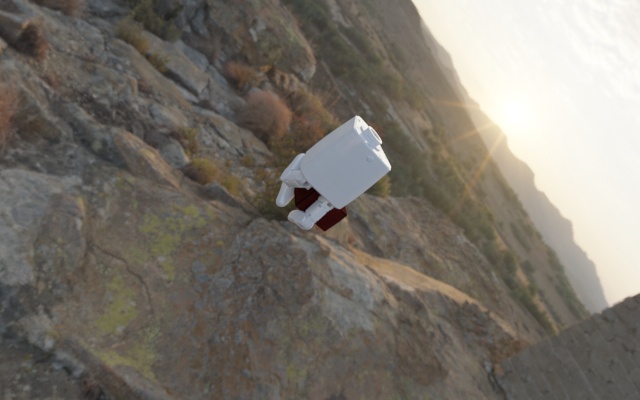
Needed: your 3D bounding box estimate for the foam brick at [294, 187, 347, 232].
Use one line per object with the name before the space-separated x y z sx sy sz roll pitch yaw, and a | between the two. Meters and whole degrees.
foam brick | 0.000 0.003 0.797 0.051 0.078 0.053 -36 31 18
